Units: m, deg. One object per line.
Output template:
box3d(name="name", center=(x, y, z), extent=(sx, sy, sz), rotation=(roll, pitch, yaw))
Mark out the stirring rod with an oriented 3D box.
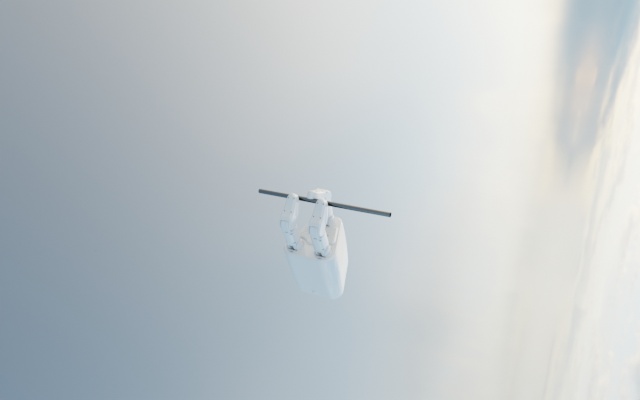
box3d(name="stirring rod", center=(0.000, 0.003, 0.776), extent=(0.239, 0.011, 0.011), rotation=(10, 5, 27))
